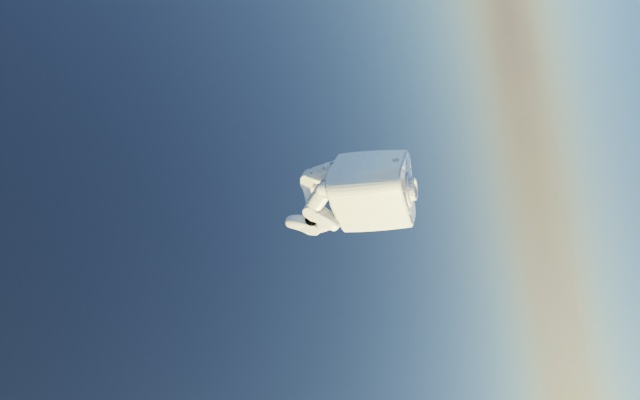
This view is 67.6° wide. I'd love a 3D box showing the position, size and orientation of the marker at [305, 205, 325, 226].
[{"bbox_3d":[0.000,0.003,0.780,0.020,0.020,0.121,0,32,19],"label":"marker"}]
